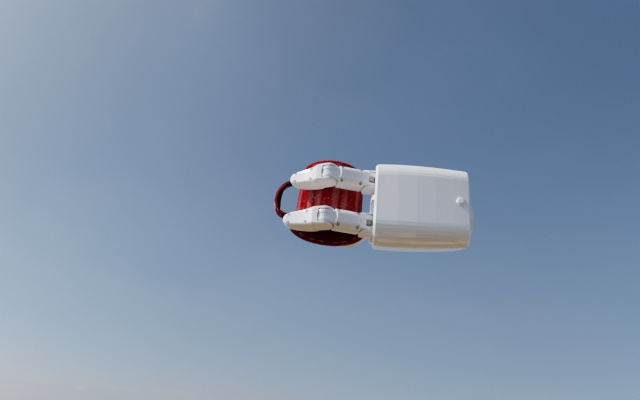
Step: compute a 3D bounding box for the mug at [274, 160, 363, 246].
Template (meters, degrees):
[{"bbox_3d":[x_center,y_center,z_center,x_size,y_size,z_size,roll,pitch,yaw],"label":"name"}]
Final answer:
[{"bbox_3d":[-0.001,0.002,0.606,0.117,0.081,0.093,5,-27,6],"label":"mug"}]
